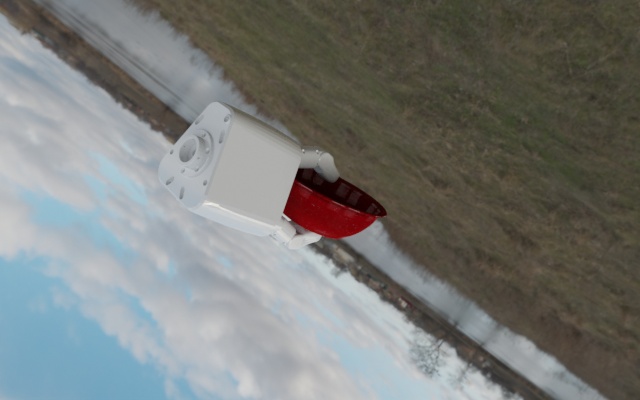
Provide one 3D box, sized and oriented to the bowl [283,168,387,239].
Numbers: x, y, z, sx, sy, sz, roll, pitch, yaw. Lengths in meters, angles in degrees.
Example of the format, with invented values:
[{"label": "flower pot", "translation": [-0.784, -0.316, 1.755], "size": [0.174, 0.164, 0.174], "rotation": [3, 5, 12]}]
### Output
[{"label": "bowl", "translation": [0.001, 0.003, 0.603], "size": [0.162, 0.055, 0.162], "rotation": [25, 13, -6]}]
